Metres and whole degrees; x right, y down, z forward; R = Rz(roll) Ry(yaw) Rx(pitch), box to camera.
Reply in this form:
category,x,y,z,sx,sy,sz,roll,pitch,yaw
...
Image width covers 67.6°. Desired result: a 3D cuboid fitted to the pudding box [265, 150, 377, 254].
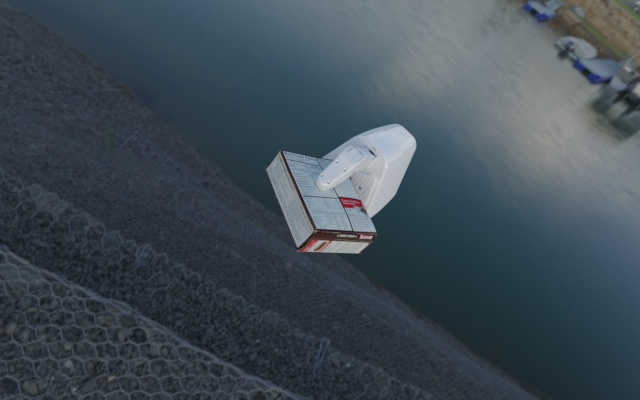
category,x,y,z,sx,sy,sz,roll,pitch,yaw
pudding box,0.000,0.002,0.515,0.090,0.113,0.039,6,-45,-39
